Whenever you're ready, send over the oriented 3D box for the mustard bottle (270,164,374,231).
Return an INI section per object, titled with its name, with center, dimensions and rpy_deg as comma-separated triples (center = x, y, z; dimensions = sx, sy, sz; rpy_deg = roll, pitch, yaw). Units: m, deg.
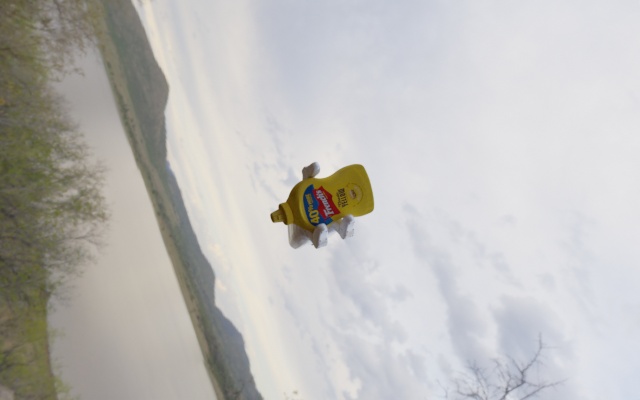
[mustard bottle]
center = 0.000, 0.003, 0.864
dimensions = 0.191, 0.096, 0.058
rpy_deg = -18, 13, -19
